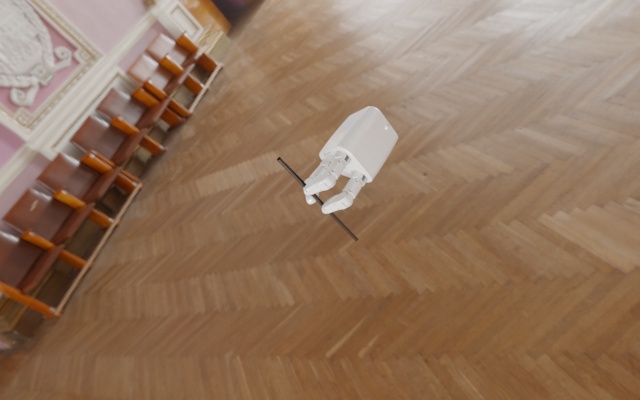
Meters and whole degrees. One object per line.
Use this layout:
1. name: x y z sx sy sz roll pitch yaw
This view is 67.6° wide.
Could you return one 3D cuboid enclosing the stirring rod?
1. stirring rod: 0.000 0.003 0.871 0.011 0.011 0.240 0 -38 48
